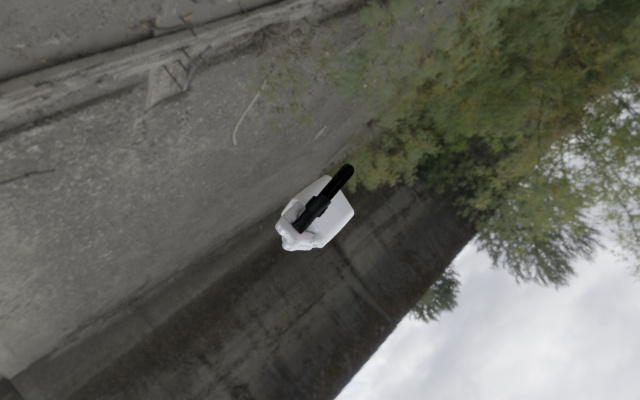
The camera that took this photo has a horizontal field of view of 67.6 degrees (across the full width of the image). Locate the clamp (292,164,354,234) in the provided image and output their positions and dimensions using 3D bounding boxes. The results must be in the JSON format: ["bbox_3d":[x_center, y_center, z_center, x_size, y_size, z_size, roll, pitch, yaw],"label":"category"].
[{"bbox_3d":[0.000,0.003,0.876,0.120,0.039,0.171,-43,-1,-38],"label":"clamp"}]
